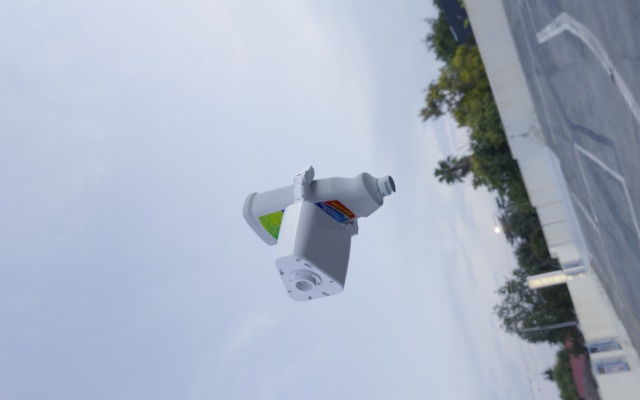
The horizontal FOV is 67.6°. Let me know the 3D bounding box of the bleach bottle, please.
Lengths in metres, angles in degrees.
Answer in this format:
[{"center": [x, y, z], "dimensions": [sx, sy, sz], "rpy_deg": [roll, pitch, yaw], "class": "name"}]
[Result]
[{"center": [0.000, 0.003, 0.796], "dimensions": [0.251, 0.068, 0.103], "rpy_deg": [-18, -53, 25], "class": "bleach bottle"}]
